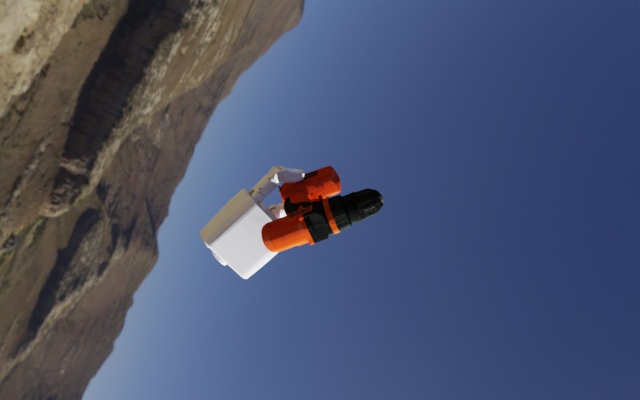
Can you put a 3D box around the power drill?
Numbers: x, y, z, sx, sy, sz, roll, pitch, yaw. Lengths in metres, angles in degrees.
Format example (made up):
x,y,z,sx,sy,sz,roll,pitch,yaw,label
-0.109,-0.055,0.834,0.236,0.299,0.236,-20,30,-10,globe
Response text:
x,y,z,sx,sy,sz,roll,pitch,yaw,label
0.000,0.002,0.754,0.184,0.057,0.187,-19,19,5,power drill
